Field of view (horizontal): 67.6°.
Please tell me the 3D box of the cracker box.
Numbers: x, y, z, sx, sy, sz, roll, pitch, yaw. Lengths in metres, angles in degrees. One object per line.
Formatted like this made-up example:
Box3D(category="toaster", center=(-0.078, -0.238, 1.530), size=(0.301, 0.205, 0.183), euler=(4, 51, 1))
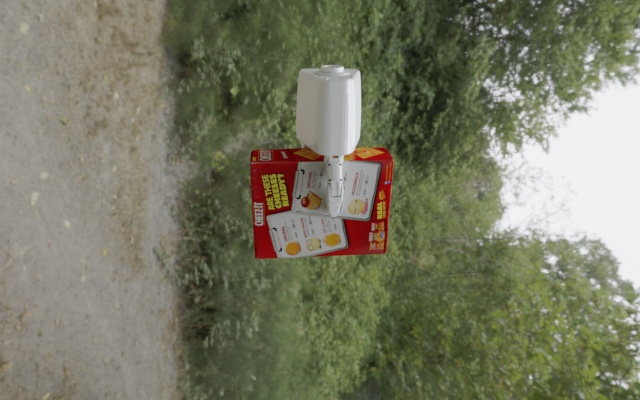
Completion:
Box3D(category="cracker box", center=(0.000, 0.003, 0.757), size=(0.214, 0.164, 0.072), euler=(-2, 23, -6))
